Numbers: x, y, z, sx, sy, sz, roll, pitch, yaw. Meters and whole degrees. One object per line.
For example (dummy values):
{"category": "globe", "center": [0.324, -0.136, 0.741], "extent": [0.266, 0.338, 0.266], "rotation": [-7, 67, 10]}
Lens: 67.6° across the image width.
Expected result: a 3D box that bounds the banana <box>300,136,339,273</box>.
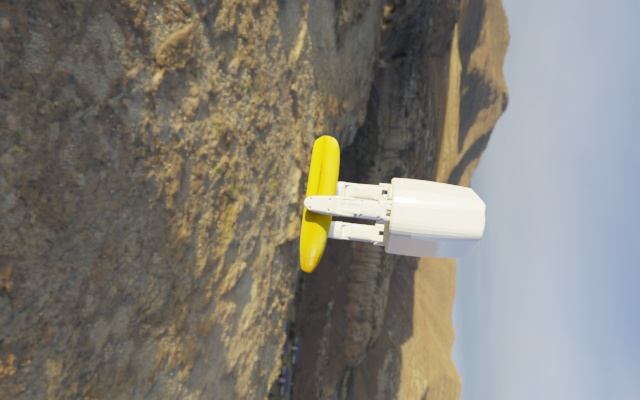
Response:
{"category": "banana", "center": [0.001, -0.010, 0.602], "extent": [0.037, 0.197, 0.070], "rotation": [7, -28, 1]}
